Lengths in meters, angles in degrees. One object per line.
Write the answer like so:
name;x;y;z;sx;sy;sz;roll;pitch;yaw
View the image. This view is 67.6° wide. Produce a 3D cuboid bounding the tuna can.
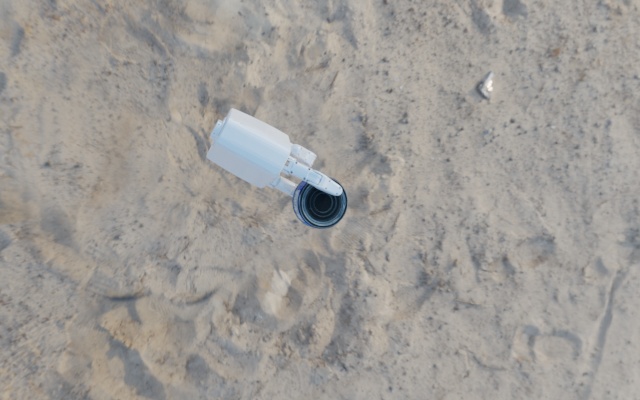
tuna can;0.000;0.003;0.768;0.086;0.086;0.034;0;4;-19
